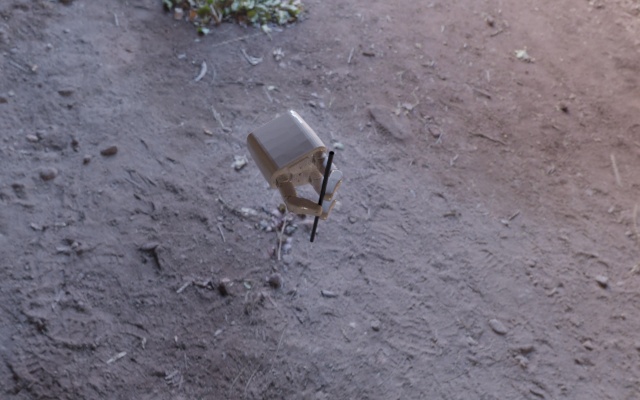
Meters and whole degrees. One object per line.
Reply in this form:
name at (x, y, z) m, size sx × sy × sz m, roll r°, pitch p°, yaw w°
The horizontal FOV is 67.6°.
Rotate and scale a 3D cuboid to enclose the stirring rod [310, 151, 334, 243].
stirring rod at (0.000, 0.003, 0.791) m, size 0.011 × 0.011 × 0.240 m, roll 0°, pitch -37°, yaw -10°
